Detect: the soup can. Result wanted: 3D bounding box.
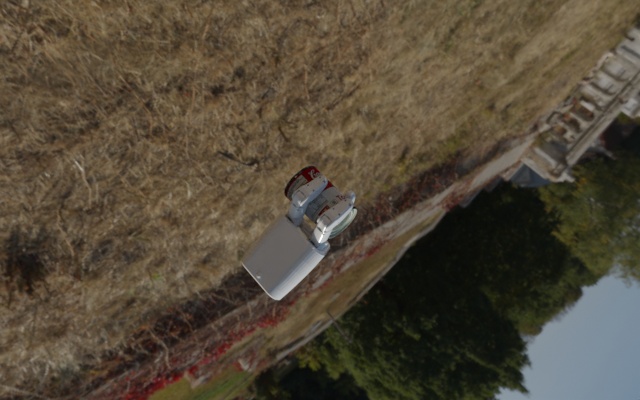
[{"bbox_3d":[0.001,0.002,0.760,0.102,0.068,0.068,45,19,20],"label":"soup can"}]
